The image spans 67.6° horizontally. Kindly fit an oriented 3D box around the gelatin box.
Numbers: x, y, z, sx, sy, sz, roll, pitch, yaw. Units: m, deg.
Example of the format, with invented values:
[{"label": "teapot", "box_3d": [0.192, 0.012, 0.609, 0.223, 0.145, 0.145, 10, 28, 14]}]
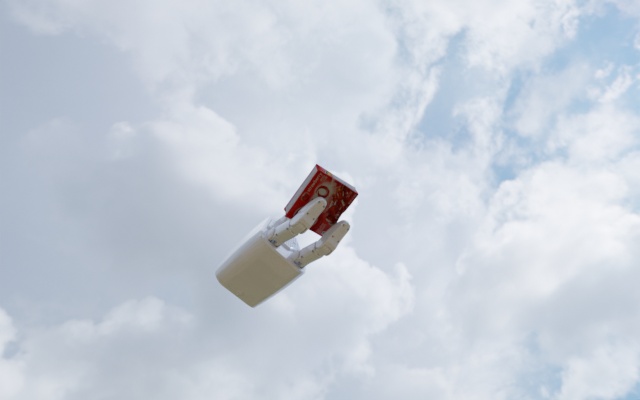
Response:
[{"label": "gelatin box", "box_3d": [0.000, 0.002, 0.702, 0.073, 0.089, 0.030, 31, 17, -20]}]
